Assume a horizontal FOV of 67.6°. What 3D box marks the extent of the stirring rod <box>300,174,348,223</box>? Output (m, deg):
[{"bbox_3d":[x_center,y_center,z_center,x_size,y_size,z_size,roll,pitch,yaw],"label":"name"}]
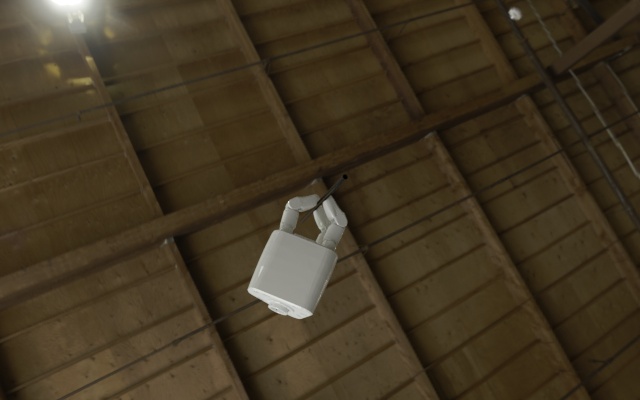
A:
[{"bbox_3d":[0.000,0.003,0.806,0.011,0.011,0.240,0,-18,-18],"label":"stirring rod"}]
